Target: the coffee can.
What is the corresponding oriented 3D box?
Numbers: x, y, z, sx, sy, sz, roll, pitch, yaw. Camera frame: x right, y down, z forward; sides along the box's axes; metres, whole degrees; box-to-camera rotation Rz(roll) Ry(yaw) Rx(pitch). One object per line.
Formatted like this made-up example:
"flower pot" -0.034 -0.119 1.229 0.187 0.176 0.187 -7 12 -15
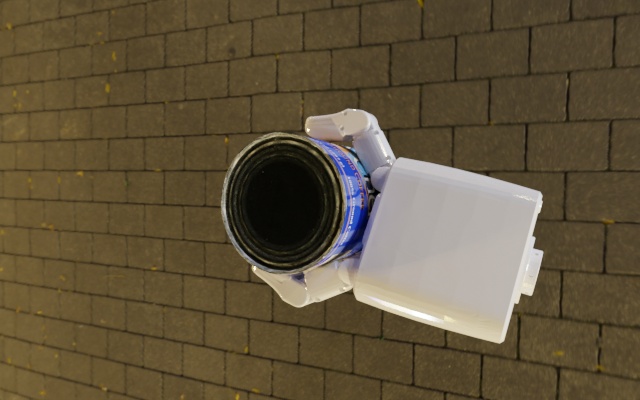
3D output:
"coffee can" 0.000 0.001 0.403 0.103 0.103 0.140 0 1 25
